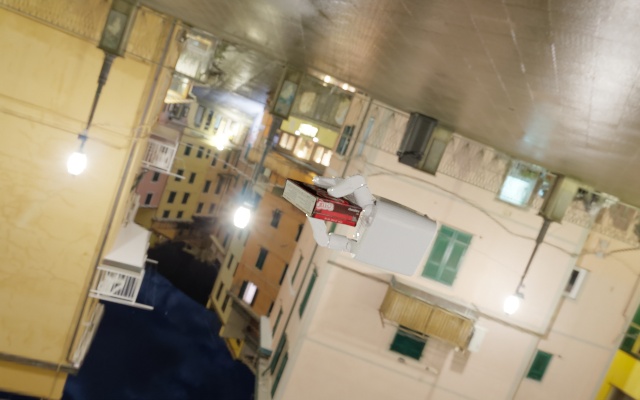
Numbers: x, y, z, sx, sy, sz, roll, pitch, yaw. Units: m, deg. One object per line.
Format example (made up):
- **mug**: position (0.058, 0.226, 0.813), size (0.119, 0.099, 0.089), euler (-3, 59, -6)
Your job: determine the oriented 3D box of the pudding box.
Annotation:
- **pudding box**: position (0.000, 0.003, 0.775), size (0.090, 0.039, 0.113), euler (15, 8, -34)
